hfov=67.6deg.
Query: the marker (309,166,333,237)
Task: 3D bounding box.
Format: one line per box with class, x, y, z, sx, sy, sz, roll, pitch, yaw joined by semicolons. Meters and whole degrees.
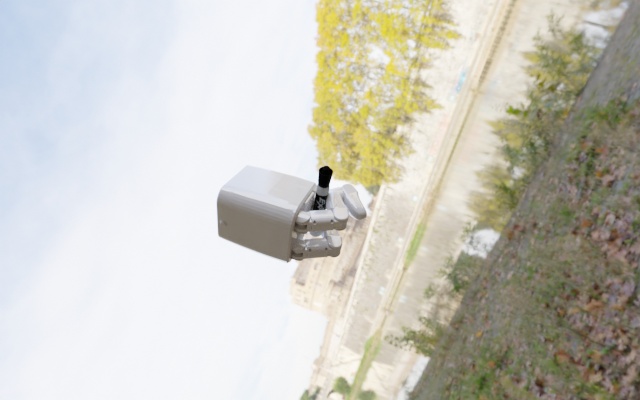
marker;0.000;0.002;0.645;0.020;0.121;0.020;5;43;-5
